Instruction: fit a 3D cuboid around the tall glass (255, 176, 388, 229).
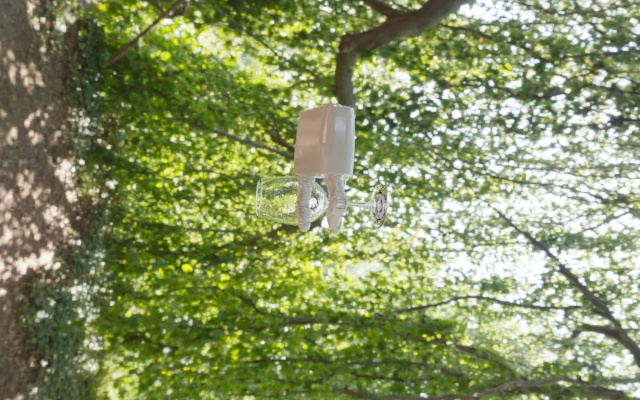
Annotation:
[{"bbox_3d":[0.001,0.003,0.758,0.201,0.079,0.079,3,-1,-14],"label":"tall glass"}]
